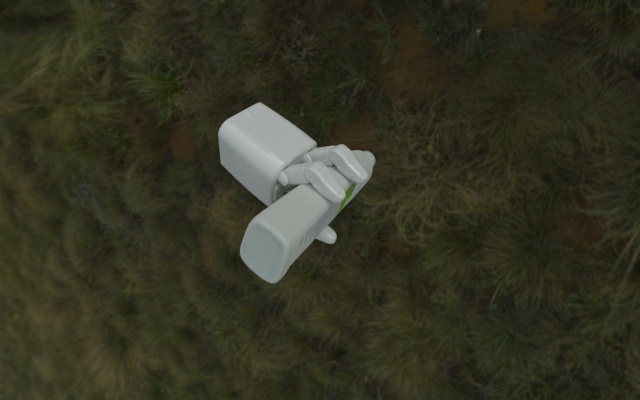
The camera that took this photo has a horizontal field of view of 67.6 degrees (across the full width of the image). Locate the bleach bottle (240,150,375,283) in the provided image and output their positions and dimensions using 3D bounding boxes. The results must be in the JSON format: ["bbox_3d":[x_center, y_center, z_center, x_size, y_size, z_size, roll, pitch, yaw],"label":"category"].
[{"bbox_3d":[0.000,0.002,0.663,0.068,0.103,0.250,38,47,12],"label":"bleach bottle"}]
